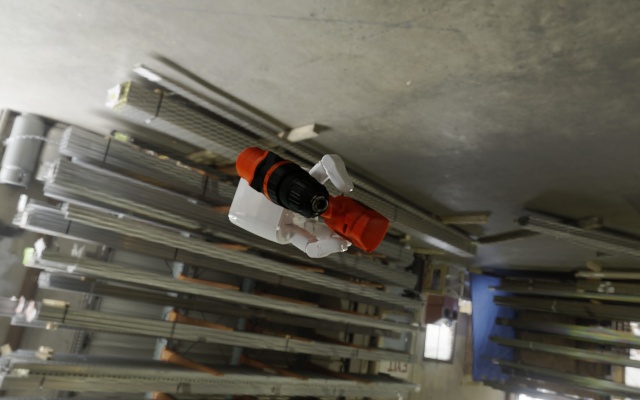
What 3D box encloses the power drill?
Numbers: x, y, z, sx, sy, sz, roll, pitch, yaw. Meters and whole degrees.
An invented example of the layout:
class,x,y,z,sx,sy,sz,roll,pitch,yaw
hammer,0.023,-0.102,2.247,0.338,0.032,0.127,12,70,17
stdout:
class,x,y,z,sx,sy,sz,roll,pitch,yaw
power drill,0.000,0.002,0.598,0.188,0.057,0.184,31,1,-37
